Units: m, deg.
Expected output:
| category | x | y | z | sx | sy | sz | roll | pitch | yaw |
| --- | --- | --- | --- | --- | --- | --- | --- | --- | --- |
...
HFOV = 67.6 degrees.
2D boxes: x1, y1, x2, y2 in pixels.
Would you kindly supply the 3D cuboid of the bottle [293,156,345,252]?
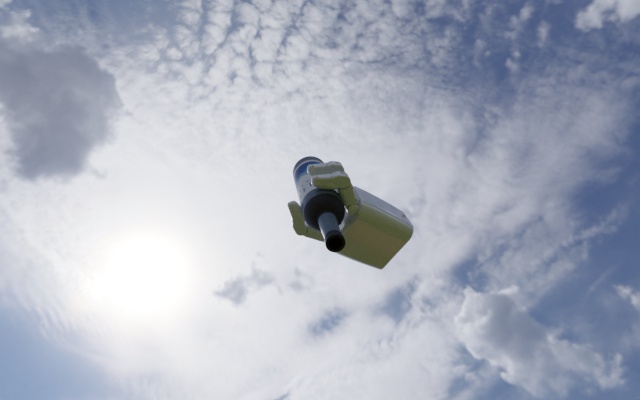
| category | x | y | z | sx | sy | sz | roll | pitch | yaw |
| --- | --- | --- | --- | --- | --- | --- | --- | --- | --- |
| bottle | 0.000 | 0.002 | 0.776 | 0.069 | 0.069 | 0.295 | 0 | 22 | -9 |
